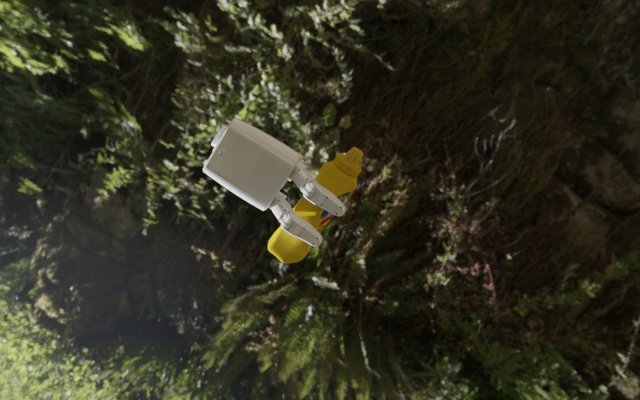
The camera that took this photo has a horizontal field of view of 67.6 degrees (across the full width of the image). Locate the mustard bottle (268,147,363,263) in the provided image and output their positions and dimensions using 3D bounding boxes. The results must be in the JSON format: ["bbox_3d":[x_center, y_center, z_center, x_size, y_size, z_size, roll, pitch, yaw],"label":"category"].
[{"bbox_3d":[0.000,0.003,0.704,0.058,0.192,0.096,40,19,11],"label":"mustard bottle"}]
